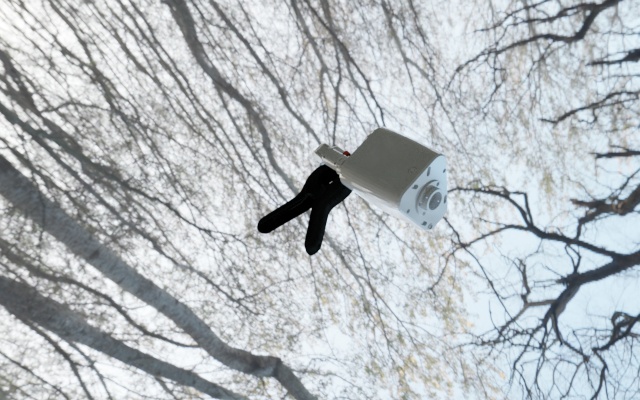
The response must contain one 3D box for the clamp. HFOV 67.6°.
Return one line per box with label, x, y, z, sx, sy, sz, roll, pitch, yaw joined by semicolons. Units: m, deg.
clamp;0.000;0.002;0.663;0.120;0.171;0.039;32;-16;43
